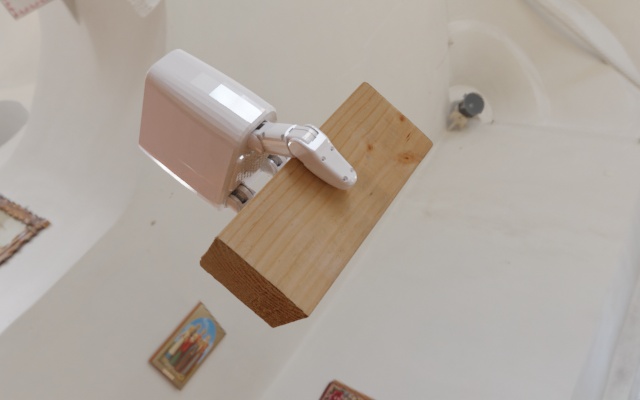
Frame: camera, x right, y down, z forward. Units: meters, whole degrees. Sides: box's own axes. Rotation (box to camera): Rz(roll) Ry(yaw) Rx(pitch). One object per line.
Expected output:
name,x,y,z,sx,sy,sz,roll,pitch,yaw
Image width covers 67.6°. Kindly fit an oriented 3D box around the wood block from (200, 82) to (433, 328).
wood block,0.000,0.001,0.428,0.090,0.206,0.091,42,-29,-4
